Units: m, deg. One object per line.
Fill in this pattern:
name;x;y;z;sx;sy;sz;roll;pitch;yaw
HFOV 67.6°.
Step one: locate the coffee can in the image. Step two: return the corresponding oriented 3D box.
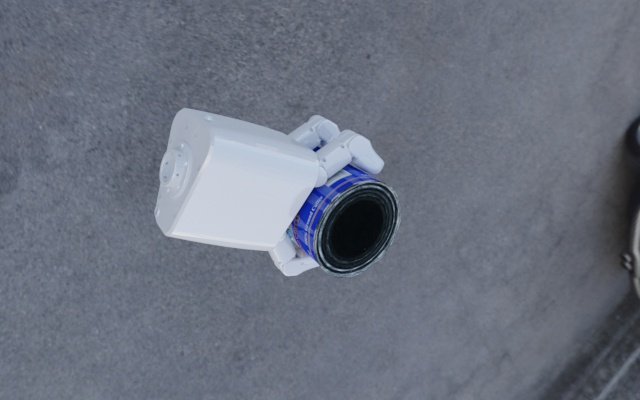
coffee can;0.000;0.002;0.505;0.103;0.103;0.140;0;23;-36
